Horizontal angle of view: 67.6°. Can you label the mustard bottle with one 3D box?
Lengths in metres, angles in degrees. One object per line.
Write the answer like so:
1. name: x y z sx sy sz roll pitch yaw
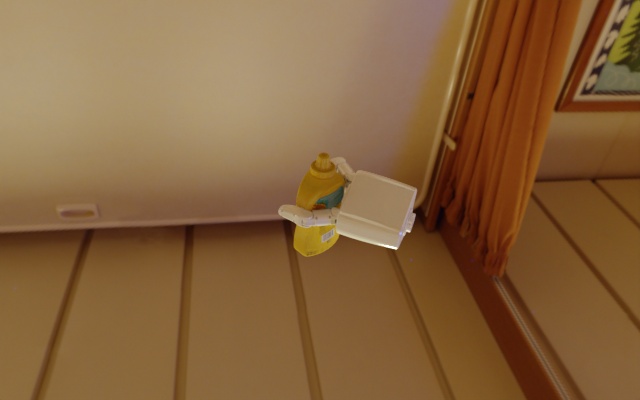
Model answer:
1. mustard bottle: 0.000 0.003 0.822 0.096 0.192 0.058 -29 49 -35
